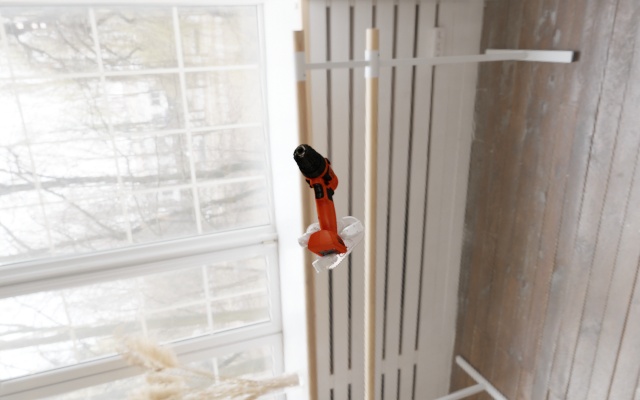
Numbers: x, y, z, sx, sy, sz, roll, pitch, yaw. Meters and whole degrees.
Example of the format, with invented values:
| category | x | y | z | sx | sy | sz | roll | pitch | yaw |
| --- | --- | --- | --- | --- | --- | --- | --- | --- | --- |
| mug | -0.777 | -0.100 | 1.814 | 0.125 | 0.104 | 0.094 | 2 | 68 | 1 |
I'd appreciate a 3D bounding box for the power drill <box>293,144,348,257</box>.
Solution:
| category | x | y | z | sx | sy | sz | roll | pitch | yaw |
| --- | --- | --- | --- | --- | --- | --- | --- | --- | --- |
| power drill | 0.000 | 0.003 | 0.892 | 0.057 | 0.187 | 0.184 | -11 | -20 | 16 |
